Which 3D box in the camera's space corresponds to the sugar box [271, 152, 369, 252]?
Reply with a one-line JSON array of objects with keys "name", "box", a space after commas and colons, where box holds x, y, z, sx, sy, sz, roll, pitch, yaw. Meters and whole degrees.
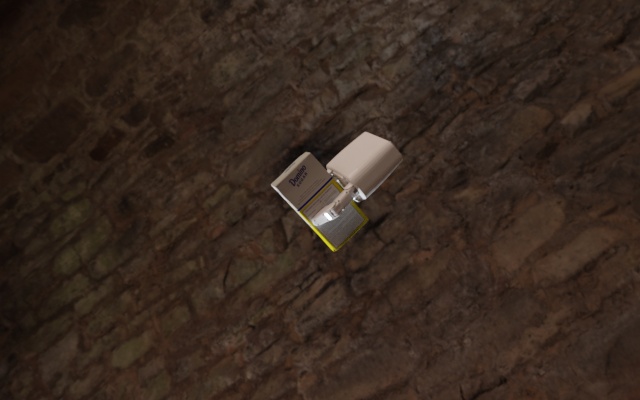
[{"name": "sugar box", "box": [0.000, 0.003, 0.898, 0.093, 0.176, 0.048, -44, 16, -6]}]
